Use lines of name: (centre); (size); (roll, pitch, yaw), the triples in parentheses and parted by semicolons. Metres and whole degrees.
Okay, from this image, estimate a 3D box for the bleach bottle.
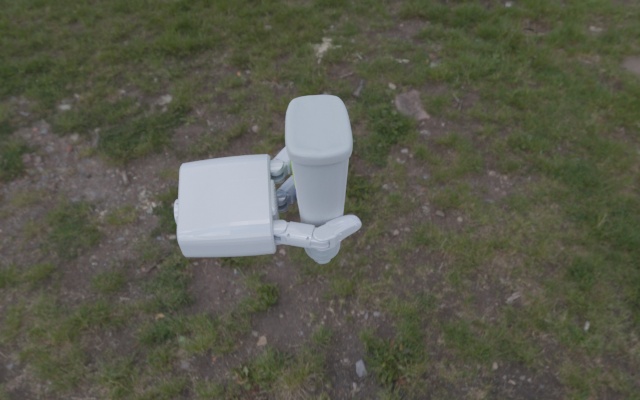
bleach bottle: (0.000, 0.002, 0.579); (0.068, 0.102, 0.251); (-3, -41, -1)
